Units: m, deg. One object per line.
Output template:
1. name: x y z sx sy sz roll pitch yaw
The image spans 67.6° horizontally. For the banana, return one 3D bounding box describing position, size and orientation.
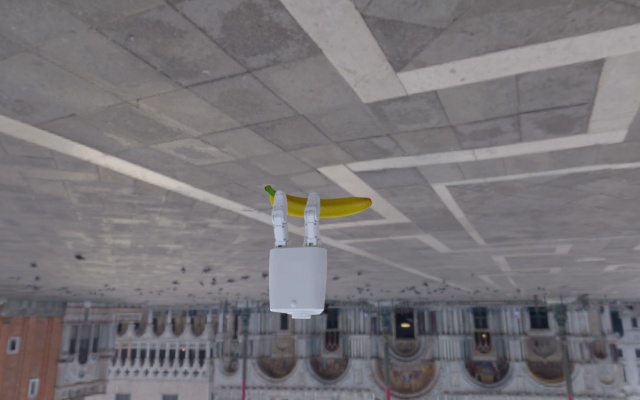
1. banana: -0.007 0.009 0.880 0.198 0.037 0.070 5 -21 -10
